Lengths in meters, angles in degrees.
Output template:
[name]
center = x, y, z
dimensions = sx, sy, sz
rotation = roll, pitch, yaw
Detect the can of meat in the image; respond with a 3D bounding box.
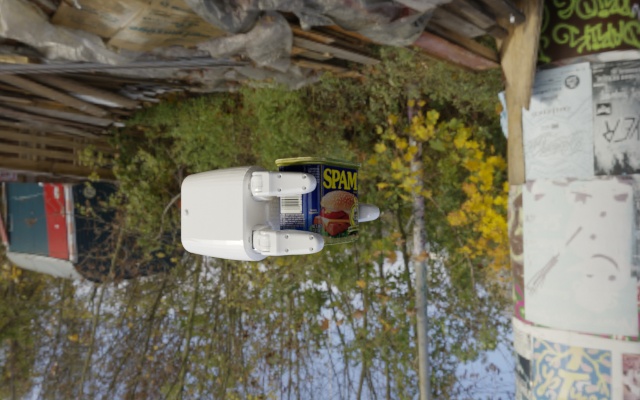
[can of meat]
center = 0.000, 0.002, 0.493
dimensions = 0.057, 0.084, 0.102
rotation = -1, -1, 32
